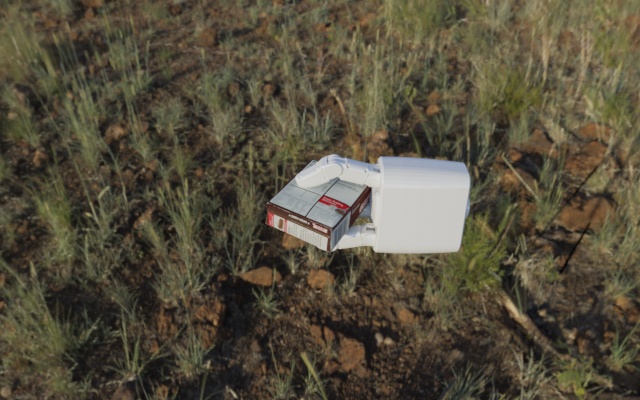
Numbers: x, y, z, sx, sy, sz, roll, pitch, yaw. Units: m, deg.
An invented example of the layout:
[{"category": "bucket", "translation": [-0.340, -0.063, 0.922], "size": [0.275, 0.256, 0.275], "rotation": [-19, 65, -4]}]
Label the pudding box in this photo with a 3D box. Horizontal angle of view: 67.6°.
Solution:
[{"category": "pudding box", "translation": [0.000, 0.002, 0.585], "size": [0.090, 0.039, 0.113], "rotation": [22, 40, 20]}]
